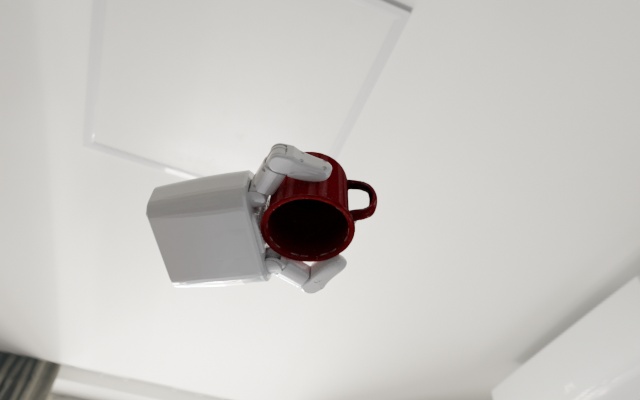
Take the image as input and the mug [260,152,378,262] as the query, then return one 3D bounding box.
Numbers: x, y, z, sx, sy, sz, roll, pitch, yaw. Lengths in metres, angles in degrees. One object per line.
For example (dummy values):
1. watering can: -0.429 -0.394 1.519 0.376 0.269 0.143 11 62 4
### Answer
1. mug: 0.001 0.001 0.495 0.117 0.093 0.081 -8 41 8
